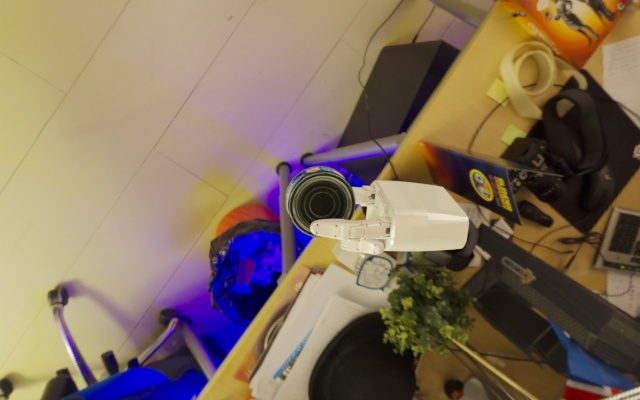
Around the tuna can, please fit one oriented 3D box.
[{"bbox_3d":[0.000,0.002,0.594,0.086,0.086,0.033,0,14,-9],"label":"tuna can"}]
